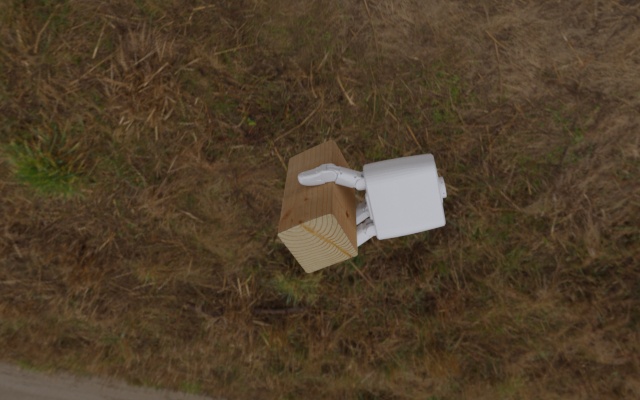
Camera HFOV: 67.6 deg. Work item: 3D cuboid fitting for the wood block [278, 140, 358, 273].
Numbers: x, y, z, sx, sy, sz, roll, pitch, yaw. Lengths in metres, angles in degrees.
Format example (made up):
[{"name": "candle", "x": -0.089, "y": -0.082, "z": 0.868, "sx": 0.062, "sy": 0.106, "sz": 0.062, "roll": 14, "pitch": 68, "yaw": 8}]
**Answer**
[{"name": "wood block", "x": 0.000, "y": 0.002, "z": 0.770, "sx": 0.090, "sy": 0.091, "sz": 0.206, "roll": -22, "pitch": 33, "yaw": 17}]
